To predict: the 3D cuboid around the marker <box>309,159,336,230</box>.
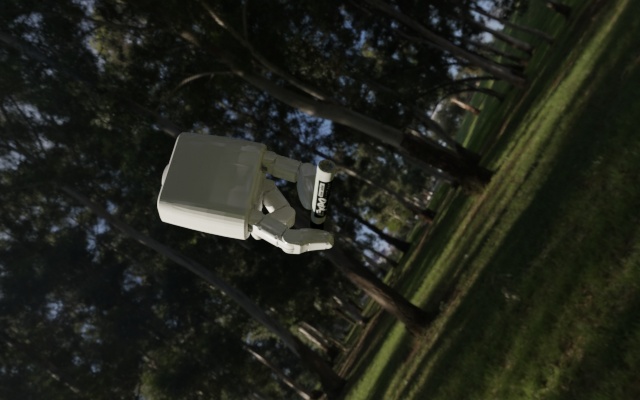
[{"bbox_3d":[0.000,0.002,0.531,0.020,0.020,0.121,0,-38,-8],"label":"marker"}]
